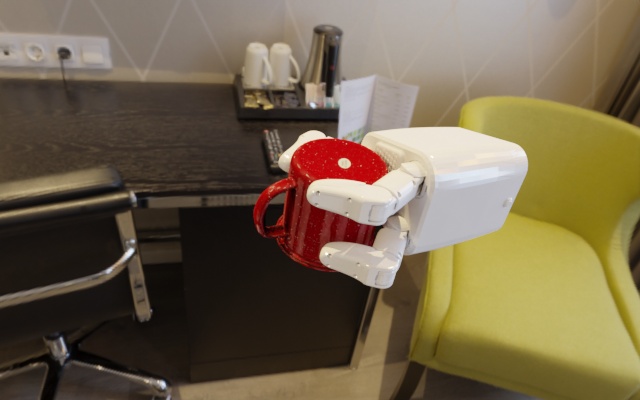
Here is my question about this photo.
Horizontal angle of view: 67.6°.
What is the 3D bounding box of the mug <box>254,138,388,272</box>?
[{"bbox_3d":[-0.001,0.001,0.404,0.117,0.082,0.093,-8,39,-23],"label":"mug"}]
